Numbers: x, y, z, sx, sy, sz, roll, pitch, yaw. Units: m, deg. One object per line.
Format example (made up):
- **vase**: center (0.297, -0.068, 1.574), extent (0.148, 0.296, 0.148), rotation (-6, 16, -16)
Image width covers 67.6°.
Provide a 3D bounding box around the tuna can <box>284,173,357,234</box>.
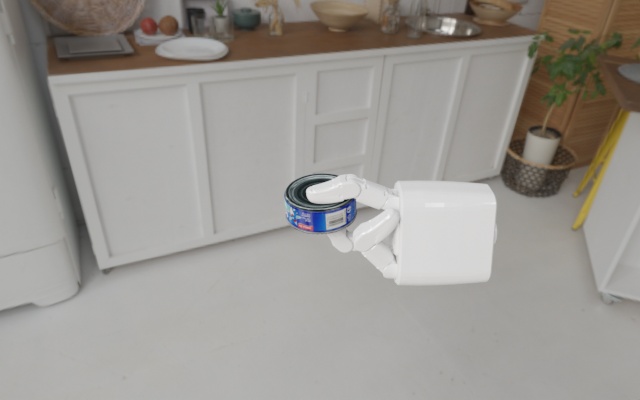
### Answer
- **tuna can**: center (0.000, 0.001, 0.565), extent (0.086, 0.034, 0.086), rotation (-2, 32, 1)
